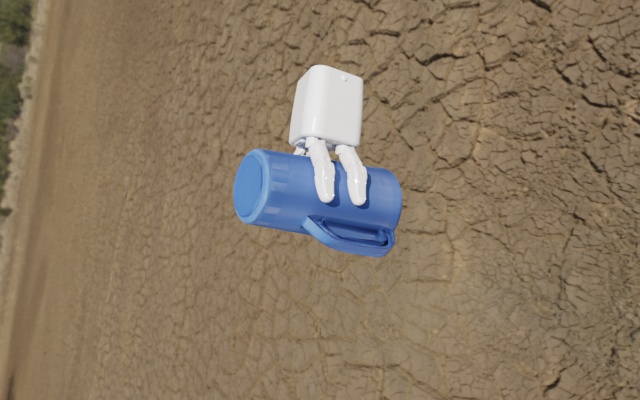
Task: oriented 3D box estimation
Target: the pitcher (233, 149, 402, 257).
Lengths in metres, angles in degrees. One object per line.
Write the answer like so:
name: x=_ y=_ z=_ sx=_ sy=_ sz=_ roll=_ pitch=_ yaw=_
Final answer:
pitcher: x=0.000 y=0.002 z=0.727 sx=0.243 sy=0.145 sz=0.149 roll=9 pitch=-4 yaw=-33
